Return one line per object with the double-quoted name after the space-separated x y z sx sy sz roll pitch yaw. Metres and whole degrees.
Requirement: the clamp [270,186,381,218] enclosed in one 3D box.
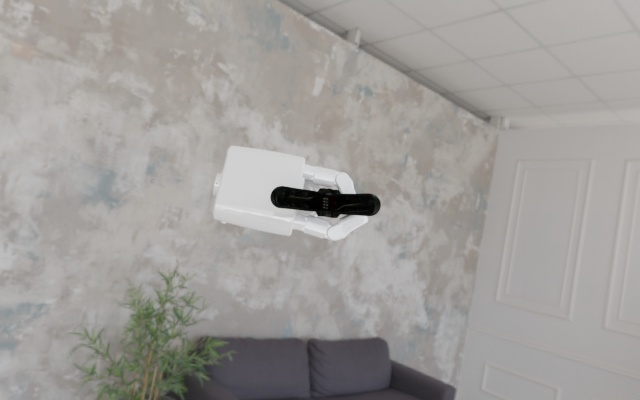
0.000 0.001 0.589 0.120 0.039 0.171 11 -4 -4 "clamp"
